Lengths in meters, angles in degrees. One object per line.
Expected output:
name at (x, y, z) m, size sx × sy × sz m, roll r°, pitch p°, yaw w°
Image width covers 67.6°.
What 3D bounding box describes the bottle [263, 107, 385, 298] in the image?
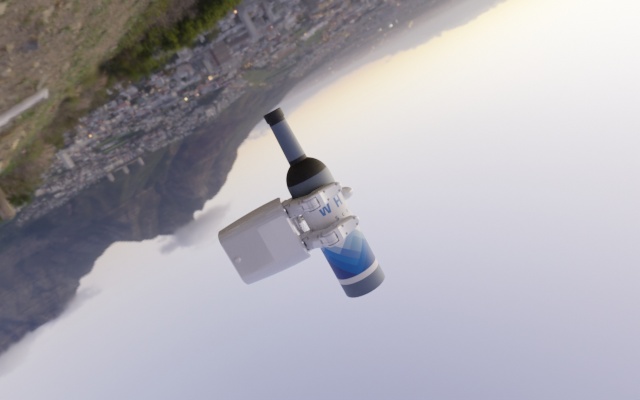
bottle at (0.000, 0.002, 0.699) m, size 0.069 × 0.296 × 0.069 m, roll -27°, pitch 12°, yaw 6°
